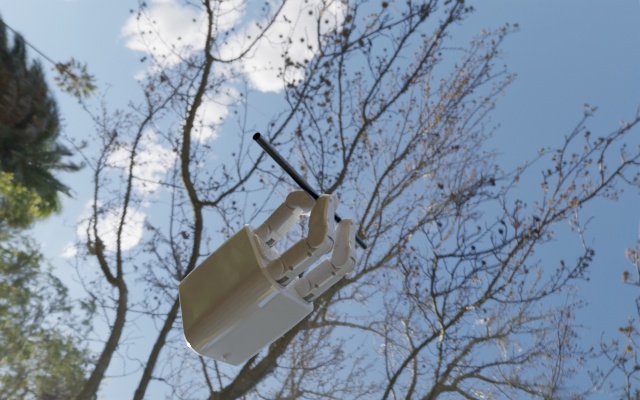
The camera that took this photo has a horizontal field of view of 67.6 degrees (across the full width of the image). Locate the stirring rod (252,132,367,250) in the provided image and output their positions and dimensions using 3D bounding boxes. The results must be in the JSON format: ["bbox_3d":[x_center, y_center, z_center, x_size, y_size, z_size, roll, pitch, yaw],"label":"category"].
[{"bbox_3d":[0.000,0.002,0.488,0.011,0.011,0.240,0,-27,30],"label":"stirring rod"}]
